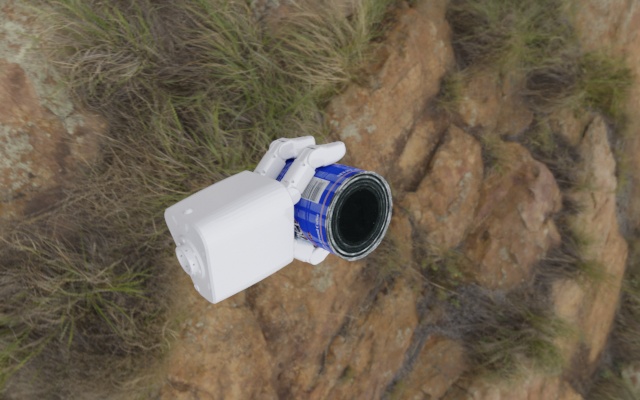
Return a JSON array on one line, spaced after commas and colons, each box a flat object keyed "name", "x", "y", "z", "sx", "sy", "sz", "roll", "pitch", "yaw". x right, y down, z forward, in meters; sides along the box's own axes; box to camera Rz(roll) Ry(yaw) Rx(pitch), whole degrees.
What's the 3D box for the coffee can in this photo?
[{"name": "coffee can", "x": 0.000, "y": 0.002, "z": 0.577, "sx": 0.103, "sy": 0.103, "sz": 0.140, "roll": 0, "pitch": 13, "yaw": -42}]
